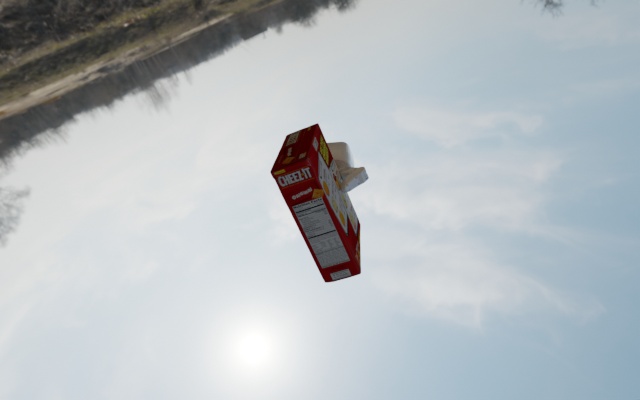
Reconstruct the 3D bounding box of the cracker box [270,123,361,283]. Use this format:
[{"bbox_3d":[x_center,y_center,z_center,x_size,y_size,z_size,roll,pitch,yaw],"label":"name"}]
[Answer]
[{"bbox_3d":[0.000,0.003,0.789,0.072,0.214,0.164,-19,23,14],"label":"cracker box"}]
